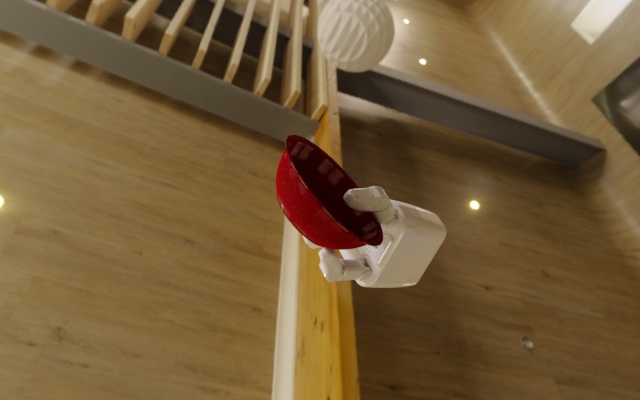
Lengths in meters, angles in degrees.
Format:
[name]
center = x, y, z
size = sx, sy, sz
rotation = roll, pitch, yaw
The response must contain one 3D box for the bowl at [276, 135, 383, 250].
[bowl]
center = -0.001, 0.001, 0.553
size = 0.055, 0.162, 0.162
rotation = -40, -15, 18
